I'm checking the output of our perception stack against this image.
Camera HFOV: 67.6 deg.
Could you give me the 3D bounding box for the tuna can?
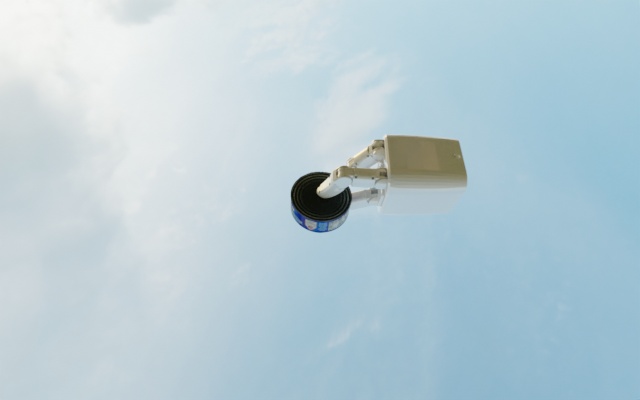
[{"bbox_3d":[0.000,0.003,0.673,0.086,0.086,0.034,0,-36,-5],"label":"tuna can"}]
